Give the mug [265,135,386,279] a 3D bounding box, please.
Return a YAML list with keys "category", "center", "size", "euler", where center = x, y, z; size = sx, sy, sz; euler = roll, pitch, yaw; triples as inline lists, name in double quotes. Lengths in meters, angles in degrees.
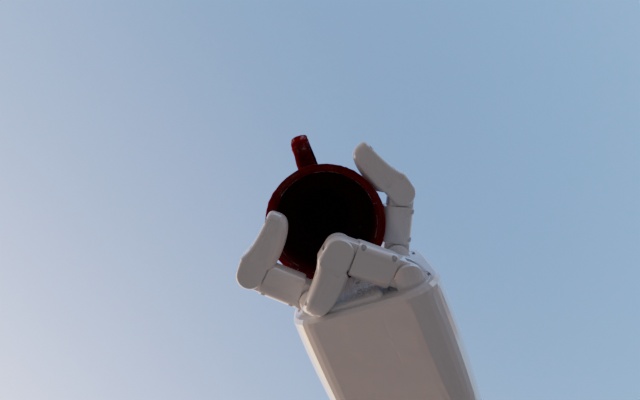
- category: "mug"
  center: [-0.001, 0.000, 0.403]
  size: [0.093, 0.117, 0.081]
  euler: [-21, 8, 4]
